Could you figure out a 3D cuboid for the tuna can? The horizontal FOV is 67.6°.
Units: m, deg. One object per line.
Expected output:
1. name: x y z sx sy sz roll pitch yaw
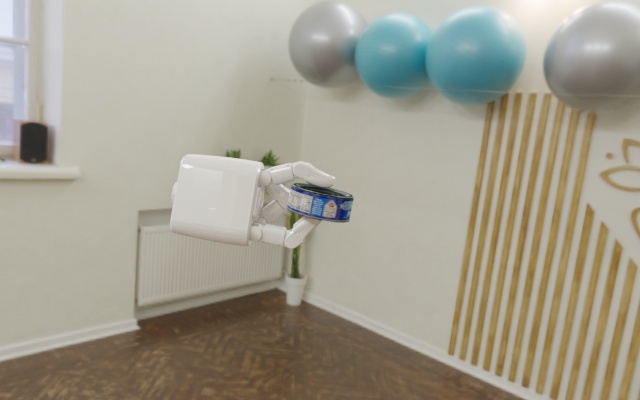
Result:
1. tuna can: 0.000 0.002 0.631 0.086 0.034 0.086 11 8 -2
